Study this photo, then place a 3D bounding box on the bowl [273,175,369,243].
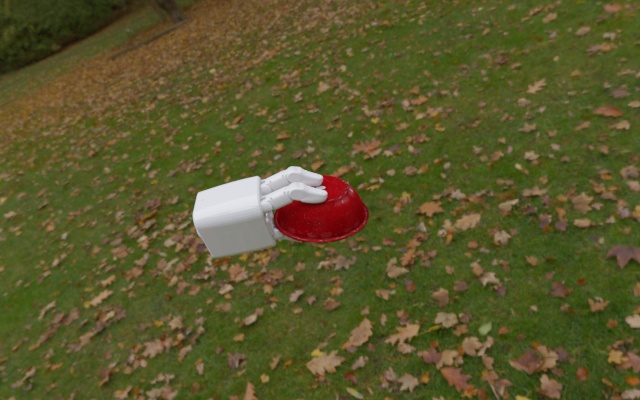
[{"bbox_3d":[0.001,0.002,0.791,0.162,0.055,0.162,-2,30,1],"label":"bowl"}]
